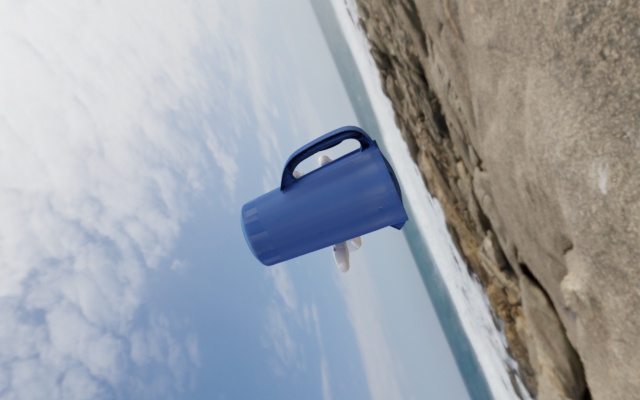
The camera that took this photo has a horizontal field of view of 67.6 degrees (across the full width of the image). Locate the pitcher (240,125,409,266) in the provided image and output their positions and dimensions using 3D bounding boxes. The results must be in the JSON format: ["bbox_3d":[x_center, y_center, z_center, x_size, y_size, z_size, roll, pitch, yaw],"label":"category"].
[{"bbox_3d":[0.000,0.003,0.736,0.243,0.149,0.145,-22,-20,8],"label":"pitcher"}]
